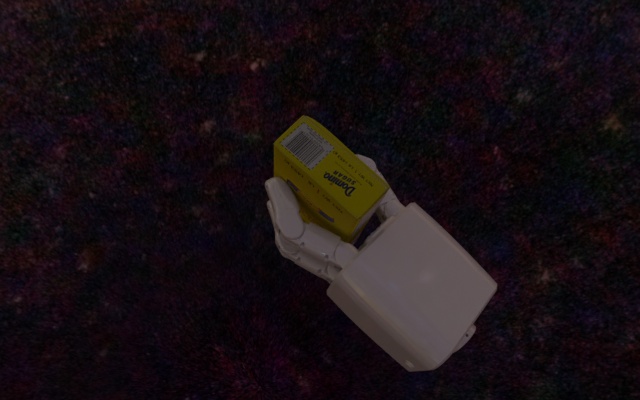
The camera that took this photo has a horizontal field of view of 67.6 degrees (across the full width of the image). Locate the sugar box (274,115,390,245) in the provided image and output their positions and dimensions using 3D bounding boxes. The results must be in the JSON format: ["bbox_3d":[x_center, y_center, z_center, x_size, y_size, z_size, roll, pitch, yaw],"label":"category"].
[{"bbox_3d":[0.000,0.002,0.451,0.048,0.093,0.176,-44,-11,-20],"label":"sugar box"}]
